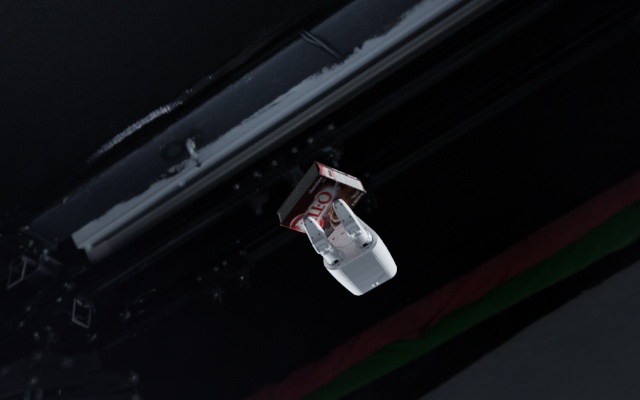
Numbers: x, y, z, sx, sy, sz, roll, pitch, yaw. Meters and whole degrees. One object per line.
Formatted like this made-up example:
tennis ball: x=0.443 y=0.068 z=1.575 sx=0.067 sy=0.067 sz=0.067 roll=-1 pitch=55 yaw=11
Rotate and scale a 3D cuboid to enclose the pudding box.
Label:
pudding box: x=0.000 y=0.002 z=0.740 sx=0.090 sy=0.113 sz=0.039 roll=19 pitch=31 yaw=-32
